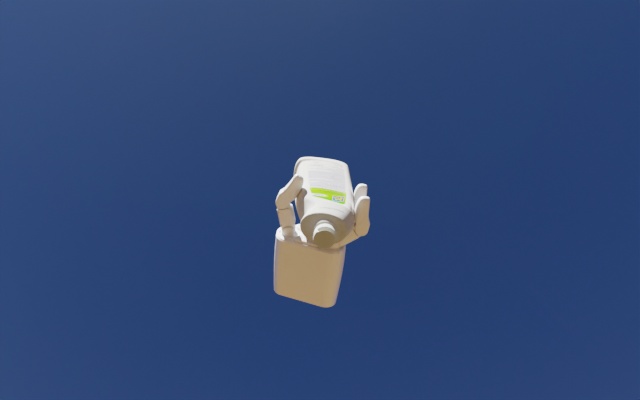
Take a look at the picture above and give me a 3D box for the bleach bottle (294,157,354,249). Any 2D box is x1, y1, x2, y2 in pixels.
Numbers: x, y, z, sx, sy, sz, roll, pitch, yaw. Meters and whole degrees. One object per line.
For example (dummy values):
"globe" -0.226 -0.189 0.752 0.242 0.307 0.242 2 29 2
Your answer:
"bleach bottle" 0.000 0.002 0.744 0.102 0.068 0.250 5 23 -1
